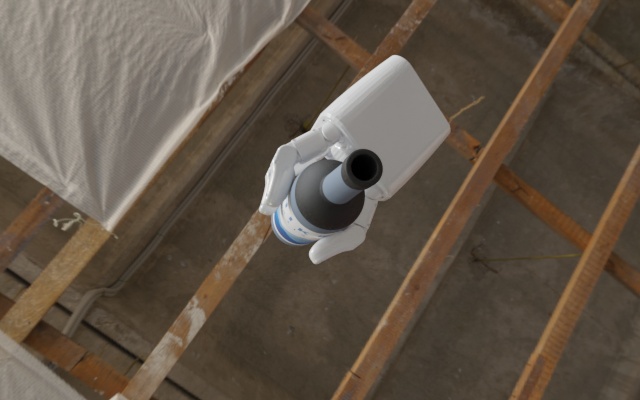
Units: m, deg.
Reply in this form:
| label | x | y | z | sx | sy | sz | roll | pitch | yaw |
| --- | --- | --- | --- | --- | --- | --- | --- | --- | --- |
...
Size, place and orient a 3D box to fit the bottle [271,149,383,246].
| label | x | y | z | sx | sy | sz | roll | pitch | yaw |
| --- | --- | --- | --- | --- | --- | --- | --- | --- | --- |
| bottle | 0.000 | 0.002 | 0.470 | 0.069 | 0.069 | 0.296 | 0 | -9 | -12 |
